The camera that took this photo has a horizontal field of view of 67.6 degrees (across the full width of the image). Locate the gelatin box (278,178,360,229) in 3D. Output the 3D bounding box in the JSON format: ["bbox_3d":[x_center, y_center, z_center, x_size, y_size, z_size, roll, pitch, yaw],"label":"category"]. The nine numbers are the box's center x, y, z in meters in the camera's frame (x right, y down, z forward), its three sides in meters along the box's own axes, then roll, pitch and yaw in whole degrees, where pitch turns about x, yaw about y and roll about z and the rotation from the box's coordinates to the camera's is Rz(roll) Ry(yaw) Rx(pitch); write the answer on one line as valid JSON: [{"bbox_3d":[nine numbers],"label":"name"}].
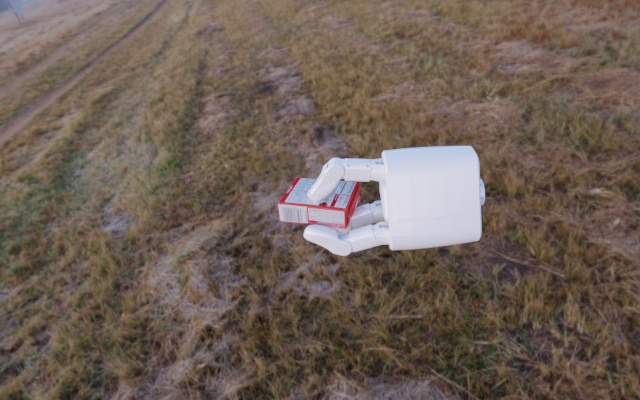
[{"bbox_3d":[0.000,0.002,0.602,0.089,0.030,0.073,6,30,14],"label":"gelatin box"}]
